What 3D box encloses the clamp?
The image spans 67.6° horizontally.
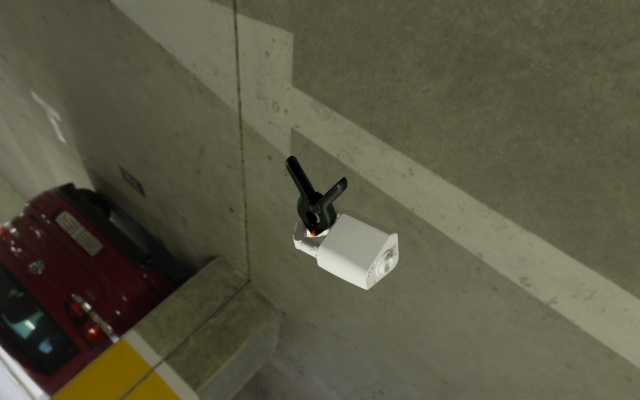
[{"bbox_3d":[0.000,0.003,0.857,0.120,0.172,0.039,23,52,32],"label":"clamp"}]
